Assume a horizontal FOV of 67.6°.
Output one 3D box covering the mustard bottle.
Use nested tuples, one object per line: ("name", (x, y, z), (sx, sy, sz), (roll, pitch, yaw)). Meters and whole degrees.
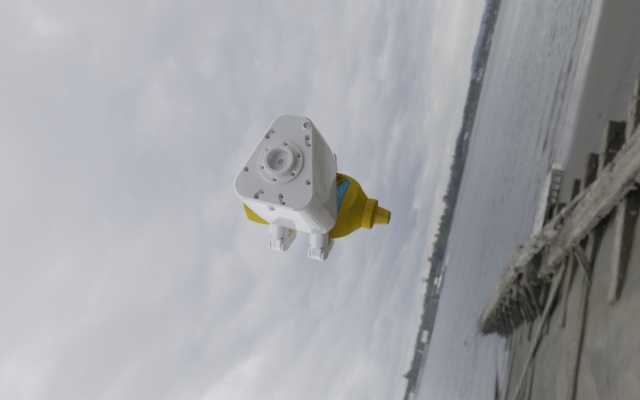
("mustard bottle", (0.000, 0.002, 0.646), (0.191, 0.096, 0.058), (13, -37, 15))
